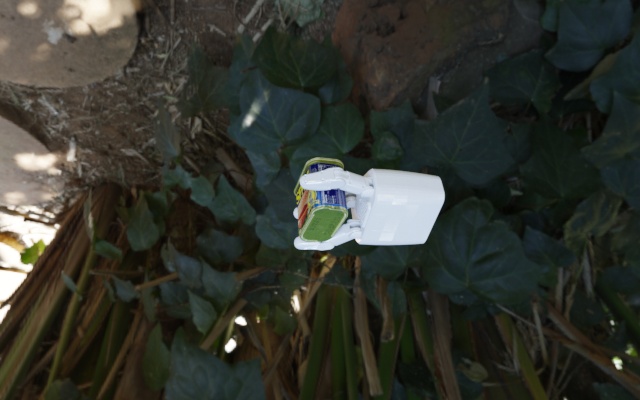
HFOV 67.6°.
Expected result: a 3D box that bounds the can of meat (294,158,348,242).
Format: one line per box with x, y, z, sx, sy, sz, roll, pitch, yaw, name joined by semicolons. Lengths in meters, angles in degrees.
0.000;0.002;0.693;0.057;0.084;0.102;5;-34;-17;can of meat
